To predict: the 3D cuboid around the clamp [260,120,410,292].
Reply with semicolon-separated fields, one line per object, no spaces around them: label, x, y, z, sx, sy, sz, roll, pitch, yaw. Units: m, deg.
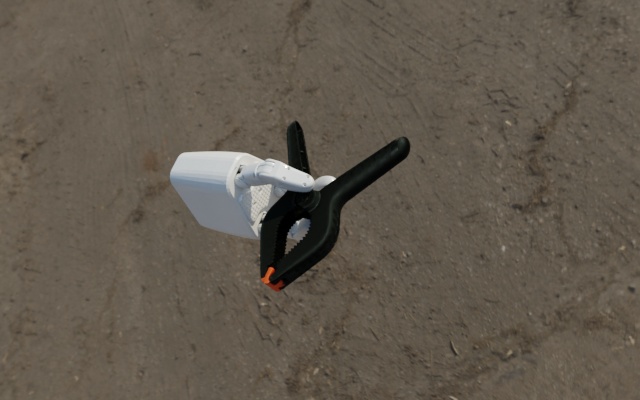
clamp;-0.001;0.002;0.524;0.164;0.210;0.036;7;-25;33
